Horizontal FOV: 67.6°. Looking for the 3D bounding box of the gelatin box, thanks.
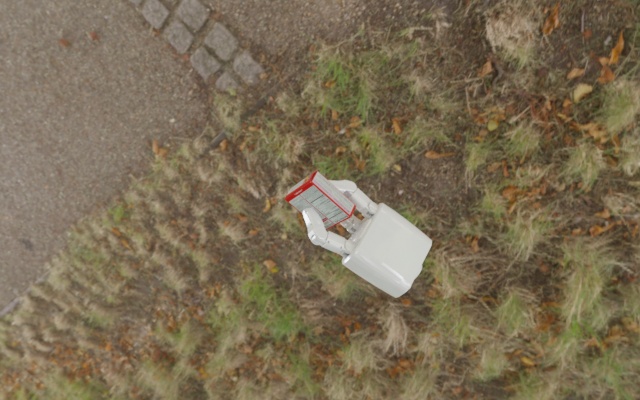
[{"bbox_3d":[0.000,0.003,0.752,0.089,0.030,0.073,40,-41,-16],"label":"gelatin box"}]
